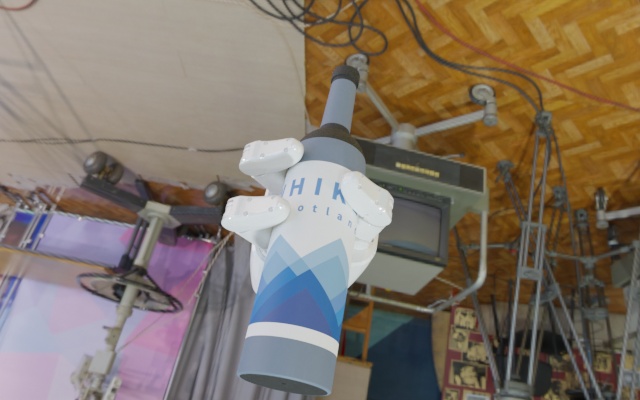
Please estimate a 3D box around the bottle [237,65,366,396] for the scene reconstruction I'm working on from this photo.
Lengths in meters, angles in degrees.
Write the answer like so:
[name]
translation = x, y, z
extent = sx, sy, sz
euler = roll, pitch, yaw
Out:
[bottle]
translation = 0.000, 0.001, 0.400
extent = 0.069, 0.295, 0.069
euler = 9, -29, 5
